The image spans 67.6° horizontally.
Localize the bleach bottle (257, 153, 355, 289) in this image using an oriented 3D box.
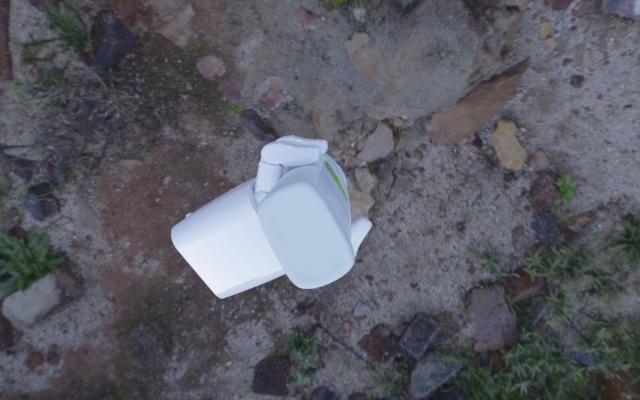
[{"bbox_3d":[0.000,0.002,0.543,0.068,0.102,0.250,-26,9,13],"label":"bleach bottle"}]
